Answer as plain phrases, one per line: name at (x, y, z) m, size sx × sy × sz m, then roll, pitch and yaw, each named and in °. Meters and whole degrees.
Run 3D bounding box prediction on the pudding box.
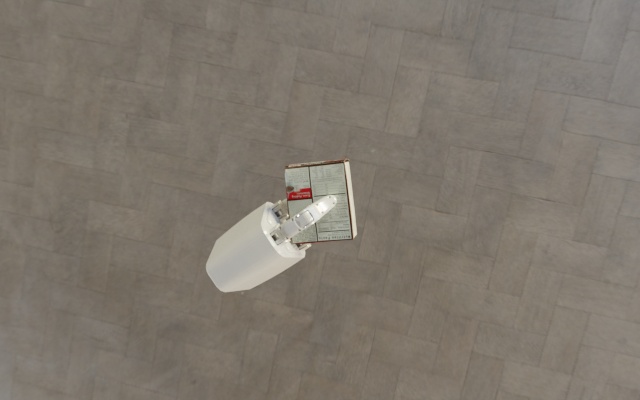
pudding box at (0.000, 0.002, 0.668) m, size 0.090 × 0.113 × 0.039 m, roll -5°, pitch 8°, yaw 11°
